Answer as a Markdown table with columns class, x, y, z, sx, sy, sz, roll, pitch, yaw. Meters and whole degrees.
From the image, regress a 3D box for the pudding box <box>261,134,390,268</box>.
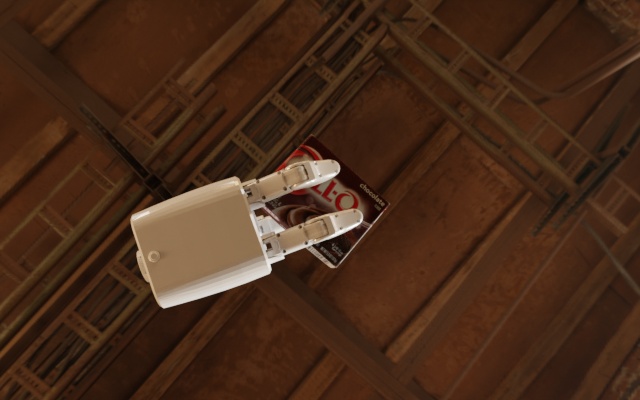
| class | x | y | z | sx | sy | sz | roll | pitch | yaw |
| --- | --- | --- | --- | --- | --- | --- | --- | --- | --- |
| pudding box | 0.000 | 0.002 | 0.498 | 0.113 | 0.090 | 0.039 | 42 | -15 | -1 |
